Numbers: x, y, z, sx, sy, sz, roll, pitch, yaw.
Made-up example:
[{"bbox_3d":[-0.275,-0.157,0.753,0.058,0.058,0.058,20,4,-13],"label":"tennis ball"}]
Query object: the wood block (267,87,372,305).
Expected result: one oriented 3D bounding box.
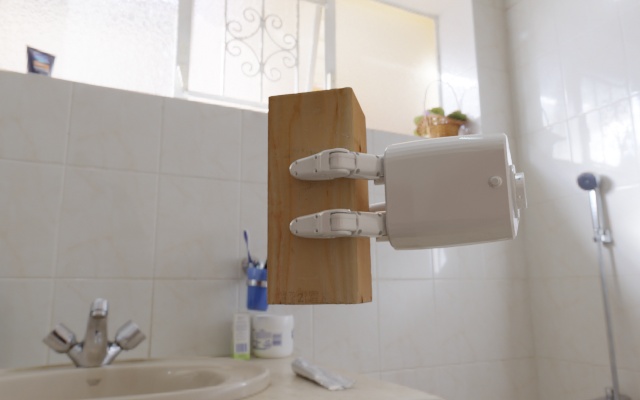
[{"bbox_3d":[0.001,0.002,0.493,0.090,0.206,0.091,-4,-12,14],"label":"wood block"}]
